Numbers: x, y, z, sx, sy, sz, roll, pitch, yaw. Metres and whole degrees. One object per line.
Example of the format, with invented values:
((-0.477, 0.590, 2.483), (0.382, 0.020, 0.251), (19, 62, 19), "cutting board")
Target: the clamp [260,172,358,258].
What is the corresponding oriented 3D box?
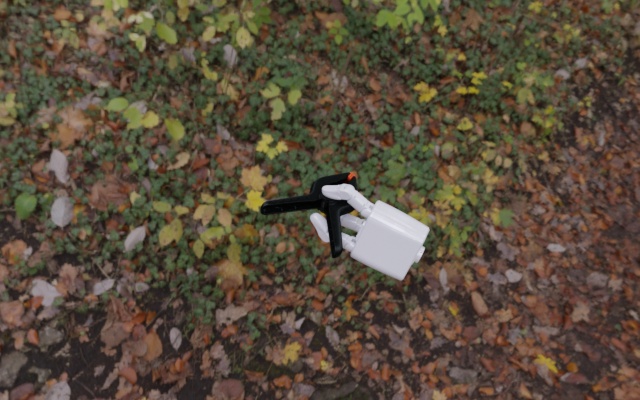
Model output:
((0.001, 0.002, 0.881), (0.164, 0.036, 0.210), (27, 43, 9), "clamp")
